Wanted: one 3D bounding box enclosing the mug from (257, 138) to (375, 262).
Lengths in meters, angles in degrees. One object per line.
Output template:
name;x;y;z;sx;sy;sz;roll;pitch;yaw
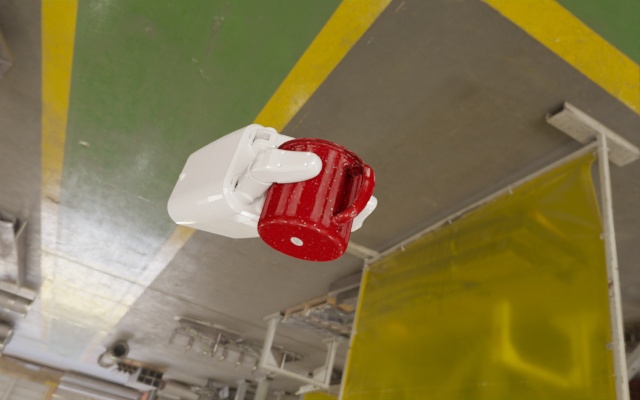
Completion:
mug;0.001;0.001;0.425;0.117;0.081;0.093;-13;-39;42
